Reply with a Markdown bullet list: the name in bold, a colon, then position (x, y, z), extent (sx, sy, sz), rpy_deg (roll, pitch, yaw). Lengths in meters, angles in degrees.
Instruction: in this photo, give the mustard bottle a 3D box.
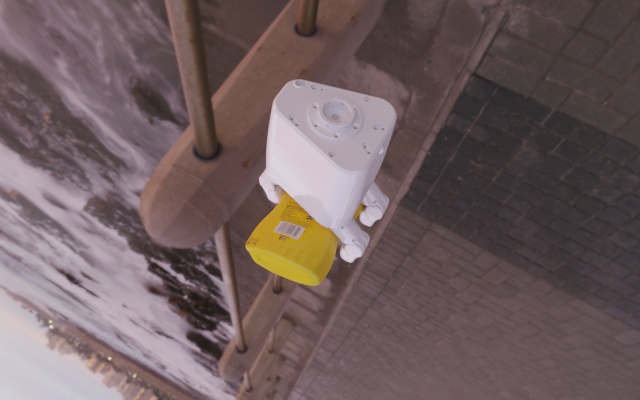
- **mustard bottle**: position (0.000, 0.002, 0.567), extent (0.096, 0.191, 0.058), rpy_deg (16, -31, 29)
